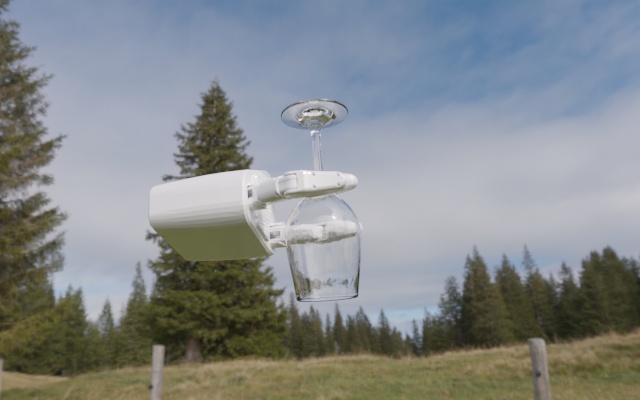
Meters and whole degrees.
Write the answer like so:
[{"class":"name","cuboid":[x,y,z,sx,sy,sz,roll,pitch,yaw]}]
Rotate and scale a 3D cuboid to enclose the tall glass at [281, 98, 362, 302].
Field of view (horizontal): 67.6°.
[{"class":"tall glass","cuboid":[0.000,0.001,0.497,0.079,0.201,0.079,-4,-15,-1]}]
